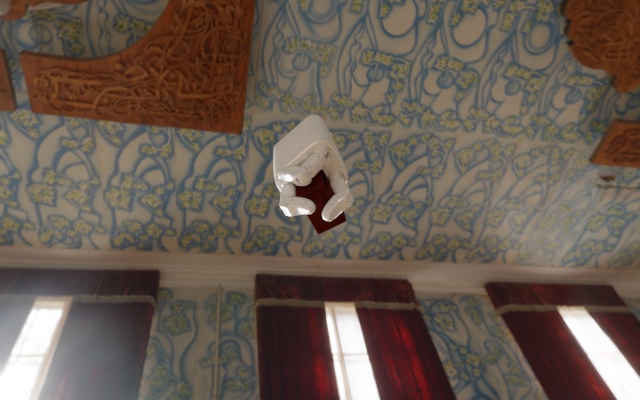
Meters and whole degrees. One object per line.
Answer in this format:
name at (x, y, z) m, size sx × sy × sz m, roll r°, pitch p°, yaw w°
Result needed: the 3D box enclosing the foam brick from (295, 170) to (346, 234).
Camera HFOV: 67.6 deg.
foam brick at (0.000, 0.003, 0.754) m, size 0.053 × 0.078 × 0.051 m, roll -24°, pitch 35°, yaw 8°
